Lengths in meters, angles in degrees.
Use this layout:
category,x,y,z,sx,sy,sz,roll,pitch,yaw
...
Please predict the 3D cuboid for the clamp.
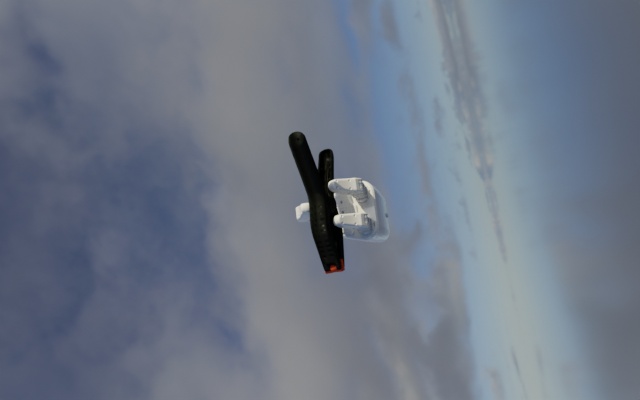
category,x,y,z,sx,sy,sz,roll,pitch,yaw
clamp,-0.001,0.003,0.713,0.036,0.210,0.164,-12,-13,17
